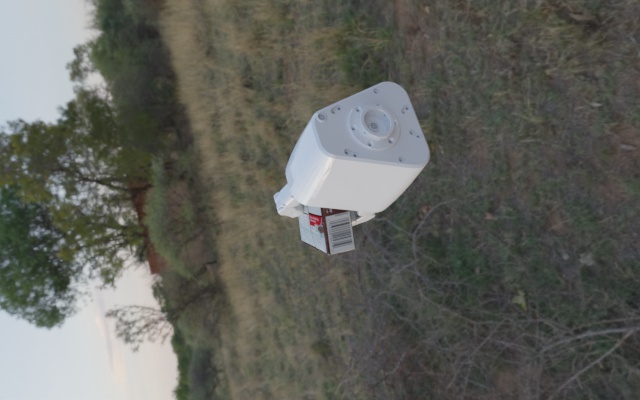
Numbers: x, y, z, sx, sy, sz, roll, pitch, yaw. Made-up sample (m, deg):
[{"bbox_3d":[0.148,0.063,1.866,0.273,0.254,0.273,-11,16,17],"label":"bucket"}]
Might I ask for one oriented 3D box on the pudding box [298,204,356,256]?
[{"bbox_3d":[0.000,0.002,0.573,0.039,0.113,0.090,-10,10,-20],"label":"pudding box"}]
